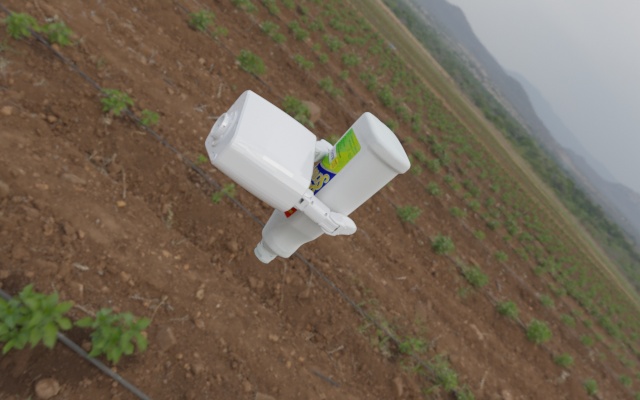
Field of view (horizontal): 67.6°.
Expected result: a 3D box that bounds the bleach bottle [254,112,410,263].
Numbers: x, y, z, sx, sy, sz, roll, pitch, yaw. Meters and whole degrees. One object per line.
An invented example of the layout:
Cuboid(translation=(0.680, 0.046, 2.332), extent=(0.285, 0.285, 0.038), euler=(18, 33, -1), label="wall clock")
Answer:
Cuboid(translation=(0.000, 0.002, 0.636), extent=(0.068, 0.251, 0.102), euler=(35, 24, -26), label="bleach bottle")
